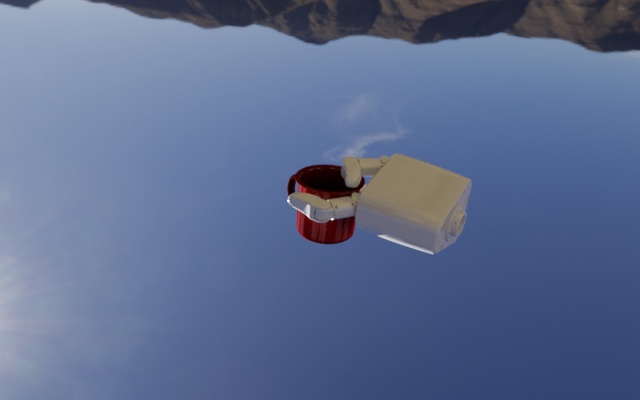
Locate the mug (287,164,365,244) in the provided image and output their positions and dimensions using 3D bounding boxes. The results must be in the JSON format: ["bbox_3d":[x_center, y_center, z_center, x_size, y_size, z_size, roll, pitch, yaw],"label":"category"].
[{"bbox_3d":[-0.001,0.002,0.653,0.117,0.081,0.093,22,31,30],"label":"mug"}]
